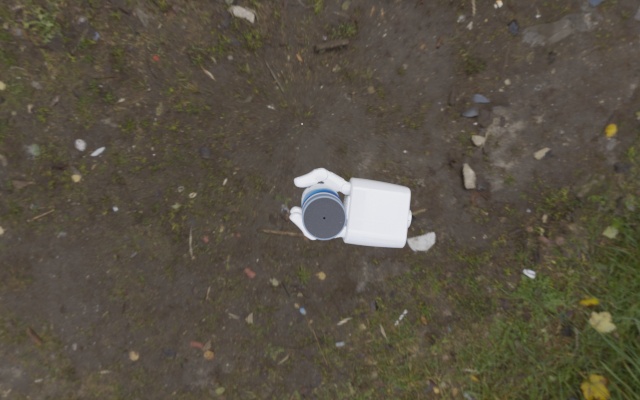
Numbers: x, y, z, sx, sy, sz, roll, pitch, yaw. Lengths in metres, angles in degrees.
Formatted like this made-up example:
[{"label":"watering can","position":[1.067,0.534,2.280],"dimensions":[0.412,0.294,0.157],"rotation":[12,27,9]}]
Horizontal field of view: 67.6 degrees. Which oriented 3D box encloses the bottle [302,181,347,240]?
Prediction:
[{"label":"bottle","position":[0.000,0.003,0.844],"dimensions":[0.069,0.069,0.295],"rotation":[0,9,-2]}]
